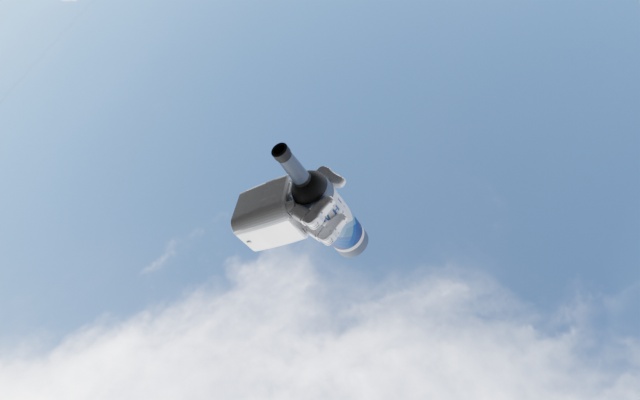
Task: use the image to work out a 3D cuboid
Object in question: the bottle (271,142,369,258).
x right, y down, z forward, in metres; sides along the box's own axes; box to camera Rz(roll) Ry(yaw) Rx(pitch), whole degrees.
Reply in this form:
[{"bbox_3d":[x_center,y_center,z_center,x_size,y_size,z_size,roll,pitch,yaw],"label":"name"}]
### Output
[{"bbox_3d":[0.000,0.003,0.814,0.069,0.069,0.296,0,-32,30],"label":"bottle"}]
